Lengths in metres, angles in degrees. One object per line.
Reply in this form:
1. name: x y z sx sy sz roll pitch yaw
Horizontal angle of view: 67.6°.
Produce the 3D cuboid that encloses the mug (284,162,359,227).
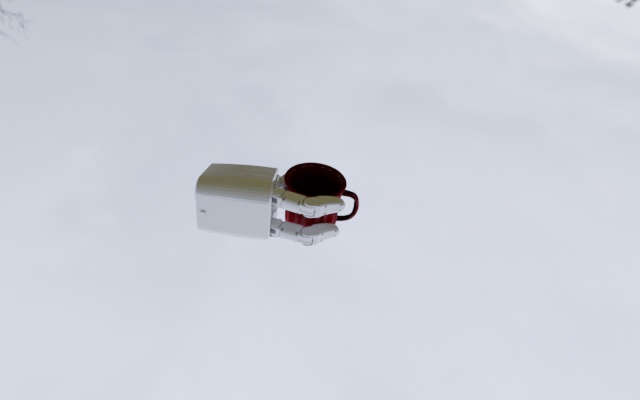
1. mug: 0.002 0.003 0.726 0.117 0.082 0.093 8 37 -1
